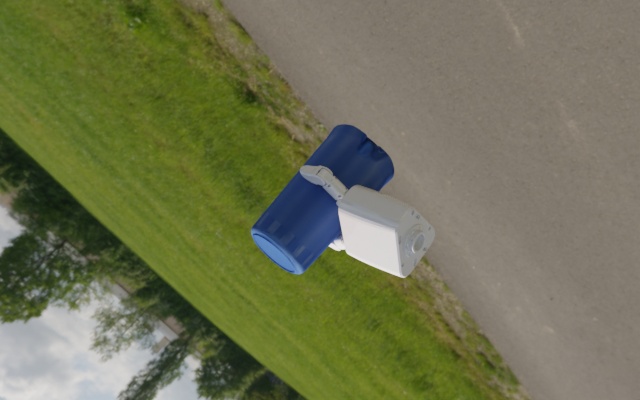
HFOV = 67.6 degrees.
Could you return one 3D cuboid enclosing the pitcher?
[{"bbox_3d":[0.000,0.003,0.795,0.145,0.242,0.149,22,-28,41],"label":"pitcher"}]
